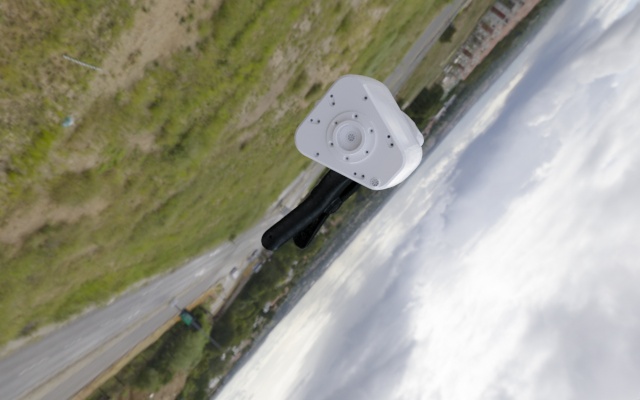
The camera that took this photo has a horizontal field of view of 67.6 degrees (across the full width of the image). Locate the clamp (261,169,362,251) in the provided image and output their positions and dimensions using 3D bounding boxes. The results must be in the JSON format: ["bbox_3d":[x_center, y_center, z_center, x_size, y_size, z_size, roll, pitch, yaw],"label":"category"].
[{"bbox_3d":[0.001,0.002,0.580,0.039,0.171,0.120,42,18,11],"label":"clamp"}]
